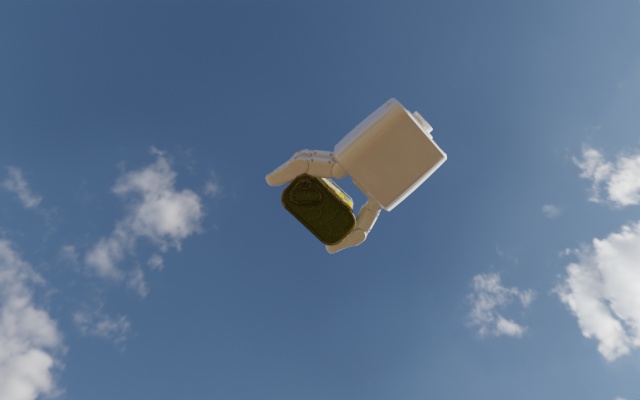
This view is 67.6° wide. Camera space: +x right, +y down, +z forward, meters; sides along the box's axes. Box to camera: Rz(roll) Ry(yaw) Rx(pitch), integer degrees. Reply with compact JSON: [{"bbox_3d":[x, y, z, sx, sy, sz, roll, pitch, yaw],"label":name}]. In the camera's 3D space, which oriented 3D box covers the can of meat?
[{"bbox_3d":[0.000,0.002,0.657,0.102,0.057,0.084,43,14,-8],"label":"can of meat"}]
